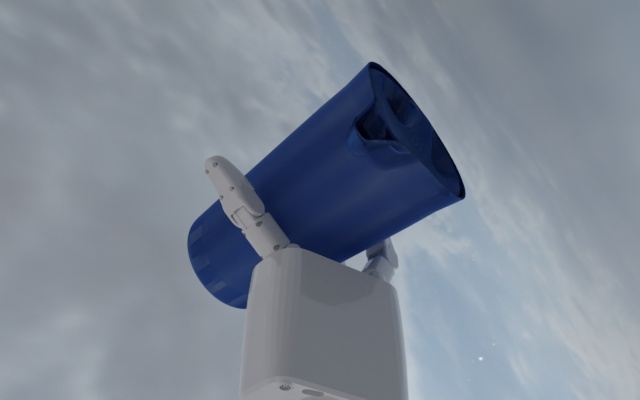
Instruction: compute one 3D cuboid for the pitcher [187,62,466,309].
[{"bbox_3d":[0.000,0.002,0.442,0.243,0.145,0.149,-35,-58,25],"label":"pitcher"}]
